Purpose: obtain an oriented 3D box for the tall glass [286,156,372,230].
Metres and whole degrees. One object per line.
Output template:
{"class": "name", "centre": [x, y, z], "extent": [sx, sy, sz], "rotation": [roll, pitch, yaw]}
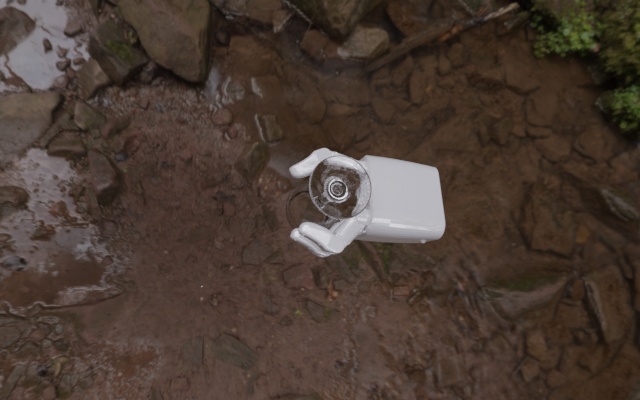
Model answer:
{"class": "tall glass", "centre": [0.000, 0.002, 0.636], "extent": [0.079, 0.079, 0.201], "rotation": [0, -10, -14]}
